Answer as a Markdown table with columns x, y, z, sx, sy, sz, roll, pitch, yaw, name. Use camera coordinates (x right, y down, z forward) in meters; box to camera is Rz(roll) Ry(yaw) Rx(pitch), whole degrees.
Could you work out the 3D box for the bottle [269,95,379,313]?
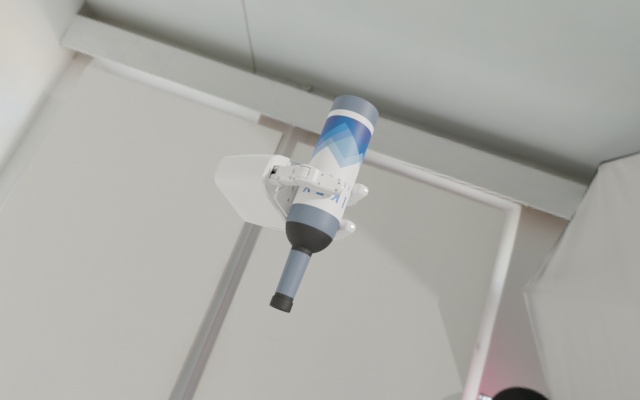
| x | y | z | sx | sy | sz | roll | pitch | yaw | name |
| --- | --- | --- | --- | --- | --- | --- | --- | --- | --- |
| 0.000 | 0.002 | 0.627 | 0.069 | 0.295 | 0.069 | 19 | -18 | 6 | bottle |
